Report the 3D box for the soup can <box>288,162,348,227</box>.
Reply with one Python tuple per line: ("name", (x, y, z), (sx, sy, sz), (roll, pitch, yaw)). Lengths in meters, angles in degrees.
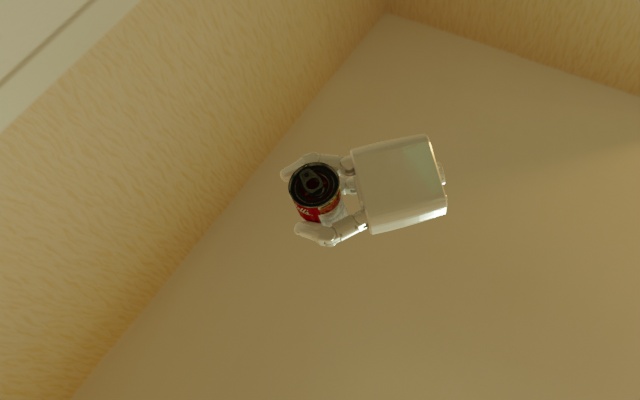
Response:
("soup can", (0.000, 0.003, 0.659), (0.068, 0.068, 0.102), (0, -28, 12))
